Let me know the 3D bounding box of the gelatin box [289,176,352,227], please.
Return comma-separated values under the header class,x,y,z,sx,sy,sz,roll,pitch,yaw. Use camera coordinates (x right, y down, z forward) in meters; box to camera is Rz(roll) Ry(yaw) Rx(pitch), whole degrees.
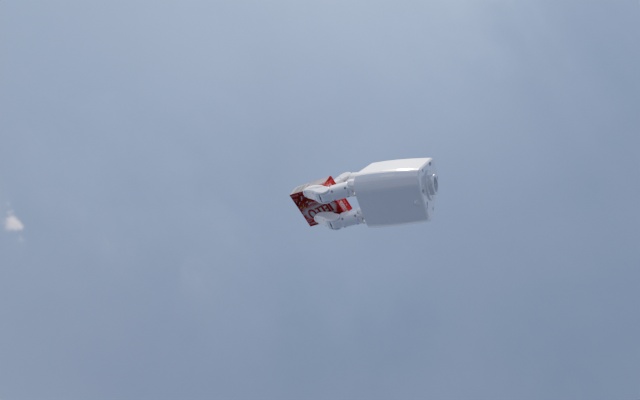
class,x,y,z,sx,sy,sz,roll,pitch,yaw
gelatin box,0.000,0.003,0.841,0.089,0.073,0.030,-16,25,39
